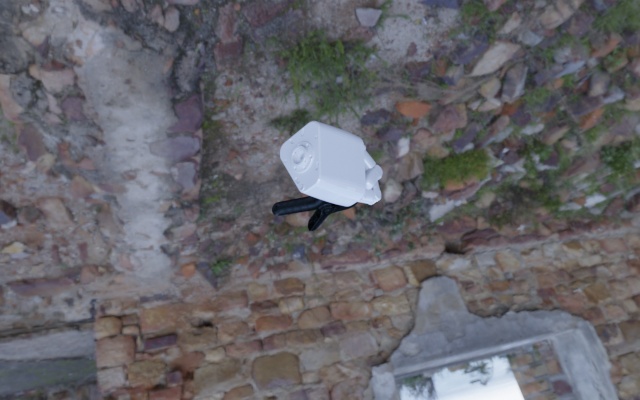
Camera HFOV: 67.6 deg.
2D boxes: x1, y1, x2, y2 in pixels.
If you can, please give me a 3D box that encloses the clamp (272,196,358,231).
[{"bbox_3d":[0.000,0.003,0.854,0.171,0.039,0.120,-34,-32,33],"label":"clamp"}]
